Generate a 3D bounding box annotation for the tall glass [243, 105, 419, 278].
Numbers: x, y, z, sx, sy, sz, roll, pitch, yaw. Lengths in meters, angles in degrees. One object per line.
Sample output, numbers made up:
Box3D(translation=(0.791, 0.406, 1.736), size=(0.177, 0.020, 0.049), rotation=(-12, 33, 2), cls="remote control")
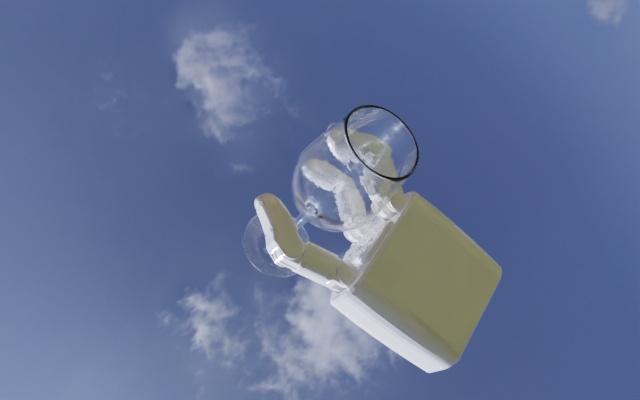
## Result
Box3D(translation=(0.000, 0.002, 0.412), size=(0.079, 0.079, 0.201), rotation=(0, -26, -29), cls="tall glass")
